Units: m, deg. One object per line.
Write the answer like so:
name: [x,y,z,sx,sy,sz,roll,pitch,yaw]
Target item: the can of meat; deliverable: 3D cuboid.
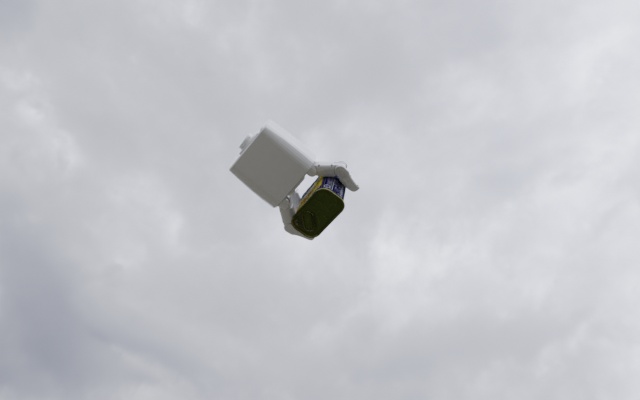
can of meat: [0.000,0.003,0.841,0.057,0.102,0.084,36,29,-12]
